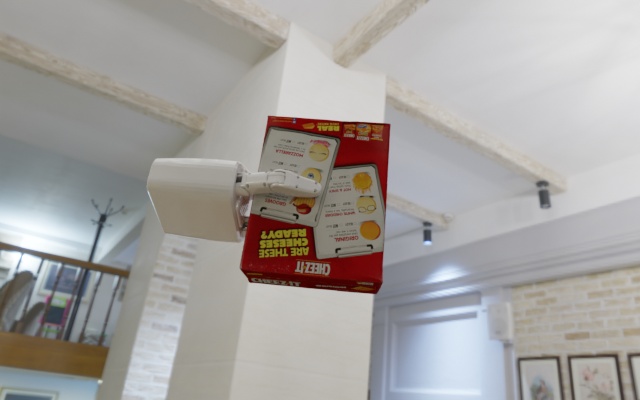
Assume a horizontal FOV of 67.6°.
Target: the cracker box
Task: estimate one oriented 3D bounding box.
[{"bbox_3d":[0.000,0.002,0.605,0.164,0.213,0.072,5,-24,4],"label":"cracker box"}]
